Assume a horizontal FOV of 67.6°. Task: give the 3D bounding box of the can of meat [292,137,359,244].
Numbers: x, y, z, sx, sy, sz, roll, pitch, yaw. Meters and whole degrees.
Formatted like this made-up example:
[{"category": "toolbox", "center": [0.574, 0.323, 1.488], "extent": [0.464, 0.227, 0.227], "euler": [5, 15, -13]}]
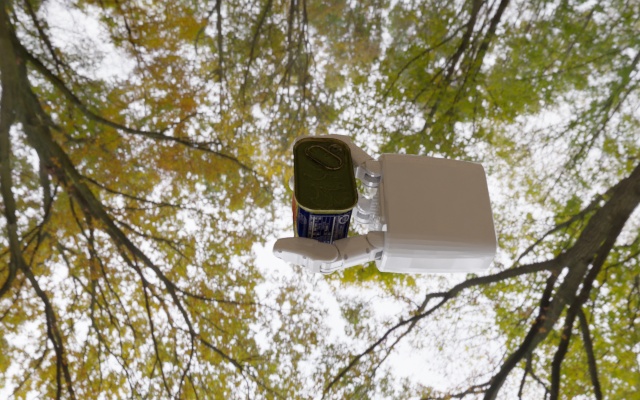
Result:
[{"category": "can of meat", "center": [0.000, 0.002, 0.474], "extent": [0.057, 0.102, 0.084], "euler": [1, -45, -6]}]
